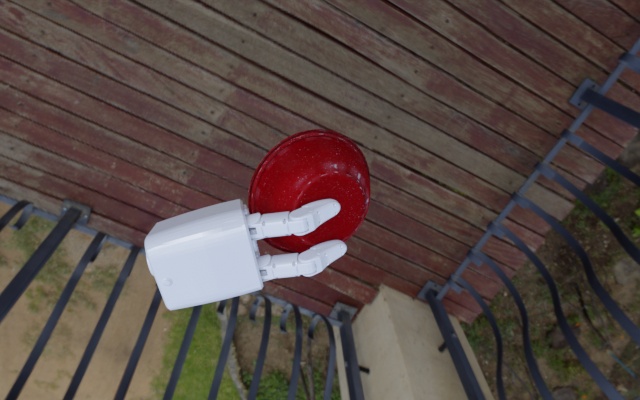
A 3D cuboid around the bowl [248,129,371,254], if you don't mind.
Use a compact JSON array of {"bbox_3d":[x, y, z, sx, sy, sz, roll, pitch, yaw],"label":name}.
[{"bbox_3d":[0.001,0.001,0.559,0.162,0.162,0.055,0,22,-27],"label":"bowl"}]
